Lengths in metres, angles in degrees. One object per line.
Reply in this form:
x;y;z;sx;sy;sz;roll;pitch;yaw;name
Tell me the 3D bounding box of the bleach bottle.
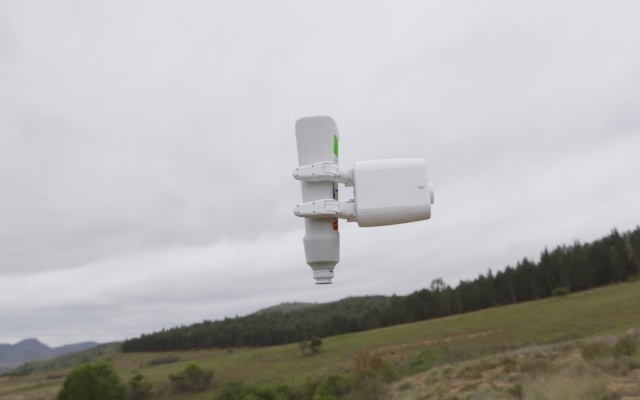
0.000;0.002;0.734;0.068;0.250;0.102;-5;-15;7;bleach bottle
